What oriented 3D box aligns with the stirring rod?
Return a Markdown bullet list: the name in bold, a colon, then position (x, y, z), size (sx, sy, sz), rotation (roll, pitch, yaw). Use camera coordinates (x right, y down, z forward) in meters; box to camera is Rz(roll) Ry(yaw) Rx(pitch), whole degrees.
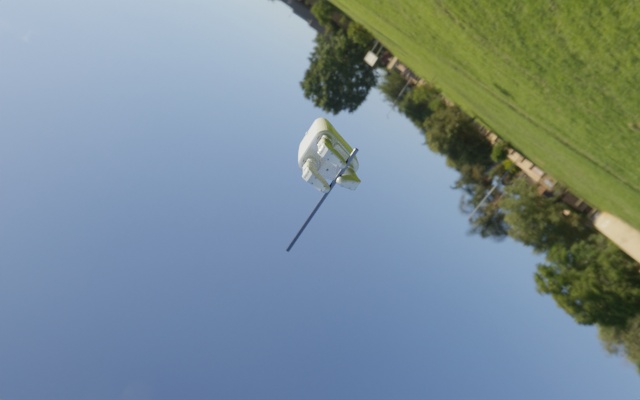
- **stirring rod**: position (0.000, 0.003, 0.880), size (0.011, 0.239, 0.011), rotation (30, 20, -12)
